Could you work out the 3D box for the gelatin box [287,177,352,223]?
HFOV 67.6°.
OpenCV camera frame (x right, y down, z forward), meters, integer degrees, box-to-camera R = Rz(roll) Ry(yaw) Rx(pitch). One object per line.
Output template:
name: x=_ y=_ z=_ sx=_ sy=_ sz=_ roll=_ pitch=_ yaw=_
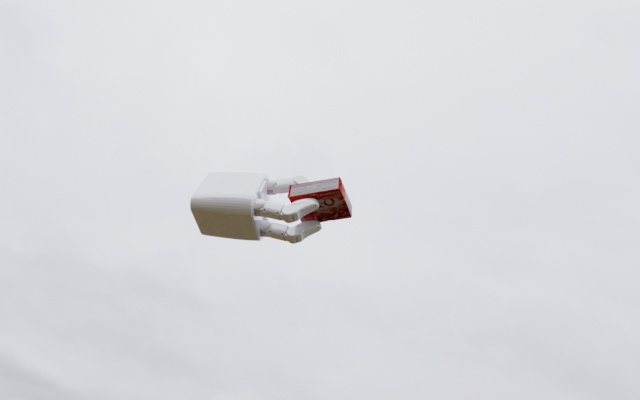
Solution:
gelatin box: x=0.000 y=0.002 z=0.777 sx=0.089 sy=0.030 sz=0.073 roll=-9 pitch=-43 yaw=15
